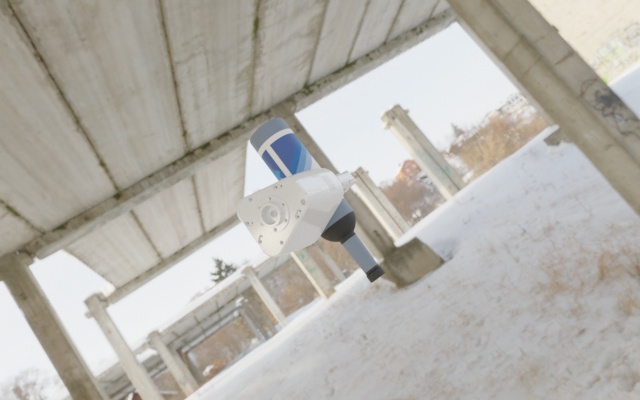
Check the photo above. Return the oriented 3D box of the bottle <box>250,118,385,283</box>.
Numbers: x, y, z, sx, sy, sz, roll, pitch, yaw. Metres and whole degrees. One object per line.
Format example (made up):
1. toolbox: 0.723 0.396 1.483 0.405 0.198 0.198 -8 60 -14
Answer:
1. bottle: 0.000 0.002 0.750 0.069 0.295 0.069 -36 -10 -7
